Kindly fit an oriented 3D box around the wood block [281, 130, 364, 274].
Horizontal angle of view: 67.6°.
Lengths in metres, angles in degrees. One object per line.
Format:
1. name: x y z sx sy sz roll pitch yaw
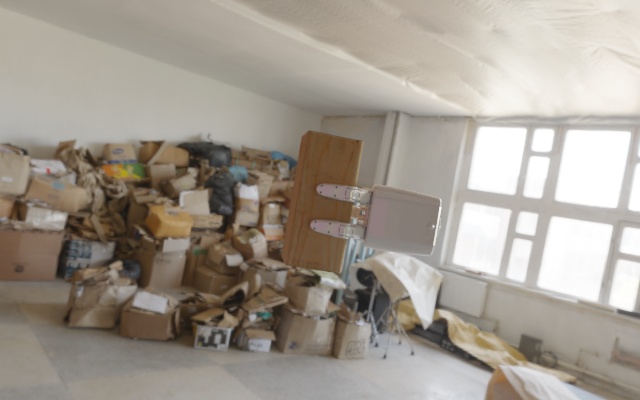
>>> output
1. wood block: 0.000 0.002 0.765 0.090 0.206 0.091 10 0 -8
